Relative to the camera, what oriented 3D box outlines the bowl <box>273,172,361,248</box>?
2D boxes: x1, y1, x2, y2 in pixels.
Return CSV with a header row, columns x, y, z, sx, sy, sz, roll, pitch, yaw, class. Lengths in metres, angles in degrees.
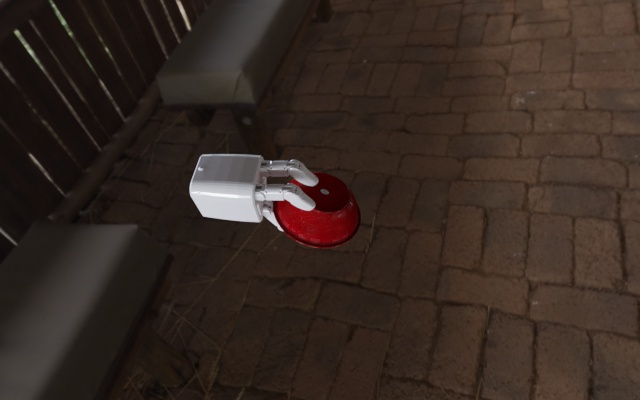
x,y,z,sx,sy,sz,roll,pitch,yaw,class
0.002,0.002,0.839,0.162,0.162,0.055,0,-39,-16,bowl
